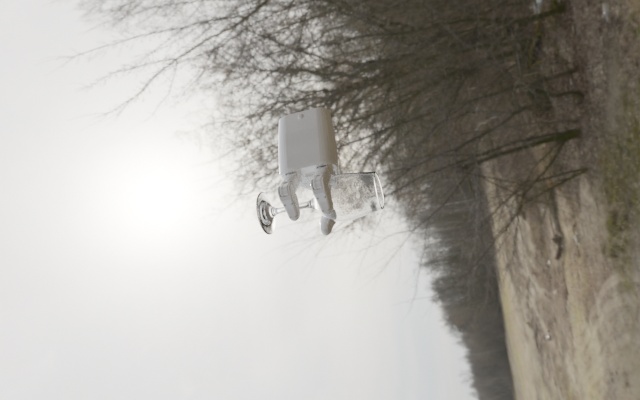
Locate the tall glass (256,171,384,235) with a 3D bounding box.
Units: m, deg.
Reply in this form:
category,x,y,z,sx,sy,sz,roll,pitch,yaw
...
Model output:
category,x,y,z,sx,sy,sz,roll,pitch,yaw
tall glass,0.000,0.003,0.788,0.201,0.079,0.079,-11,-3,16
